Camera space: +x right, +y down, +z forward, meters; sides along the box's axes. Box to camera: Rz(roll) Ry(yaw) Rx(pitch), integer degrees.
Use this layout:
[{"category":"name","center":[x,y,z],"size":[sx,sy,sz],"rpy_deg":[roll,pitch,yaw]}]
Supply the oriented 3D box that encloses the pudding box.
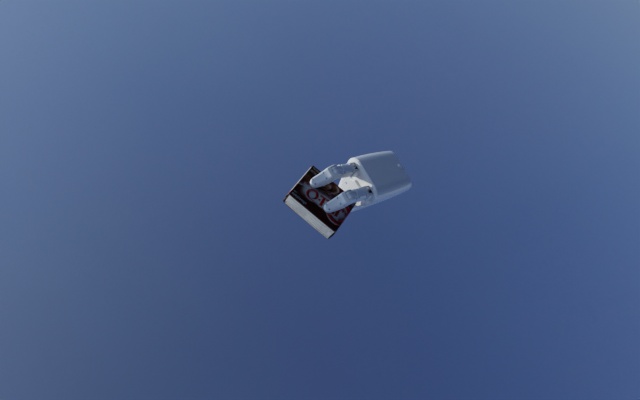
[{"category":"pudding box","center":[0.000,0.003,0.887],"size":[0.090,0.113,0.039],"rpy_deg":[-52,0,-40]}]
